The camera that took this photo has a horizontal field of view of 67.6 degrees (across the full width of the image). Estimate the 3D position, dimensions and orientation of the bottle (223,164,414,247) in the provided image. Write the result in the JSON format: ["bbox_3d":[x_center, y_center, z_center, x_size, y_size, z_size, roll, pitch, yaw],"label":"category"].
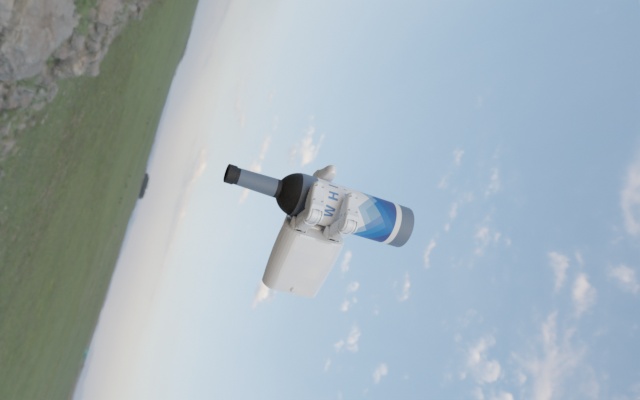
[{"bbox_3d":[0.000,0.002,0.718,0.296,0.069,0.069,17,-6,-20],"label":"bottle"}]
